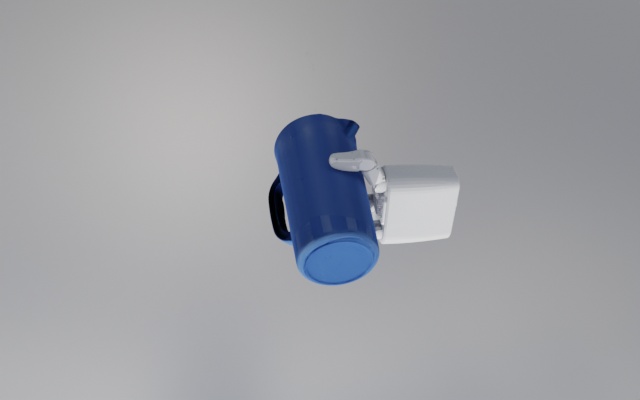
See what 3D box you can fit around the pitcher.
[{"bbox_3d":[0.000,0.002,0.690,0.145,0.149,0.242,-3,45,-8],"label":"pitcher"}]
